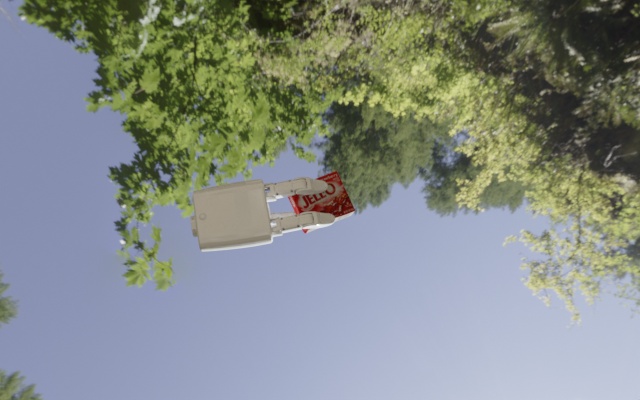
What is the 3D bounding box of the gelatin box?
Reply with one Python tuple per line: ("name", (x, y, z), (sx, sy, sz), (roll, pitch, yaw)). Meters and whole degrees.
("gelatin box", (0.000, 0.003, 0.761), (0.089, 0.073, 0.030), (-21, -12, -18))
